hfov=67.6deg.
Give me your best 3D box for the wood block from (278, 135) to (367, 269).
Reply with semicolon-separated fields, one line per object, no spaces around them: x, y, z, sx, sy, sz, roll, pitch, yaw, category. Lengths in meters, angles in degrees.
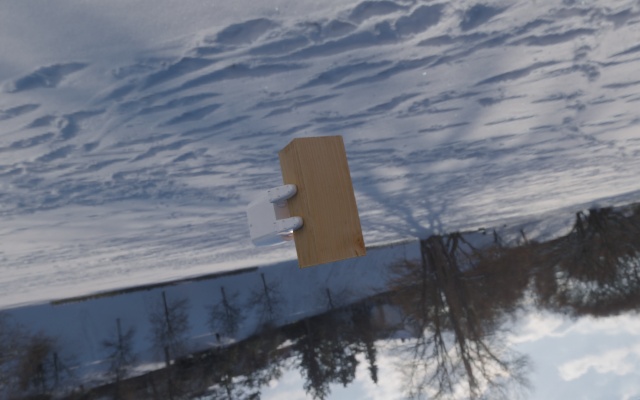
0.000;0.003;0.810;0.091;0.206;0.090;-8;-9;-26;wood block
